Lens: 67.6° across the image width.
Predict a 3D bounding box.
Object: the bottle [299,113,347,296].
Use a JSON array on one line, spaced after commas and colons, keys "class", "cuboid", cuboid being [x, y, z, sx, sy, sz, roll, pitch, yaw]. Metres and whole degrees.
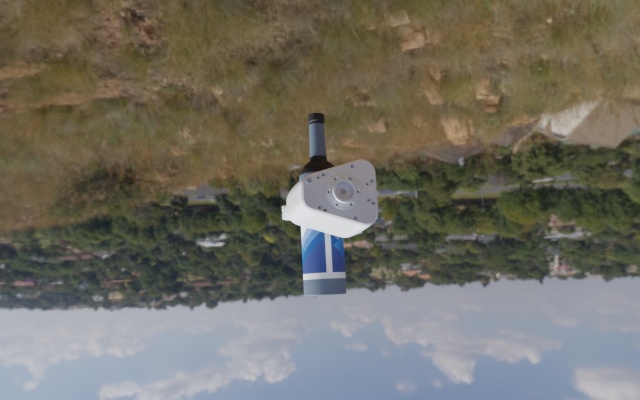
[{"class": "bottle", "cuboid": [0.000, 0.003, 0.770, 0.069, 0.295, 0.069, -3, -10, -1]}]
